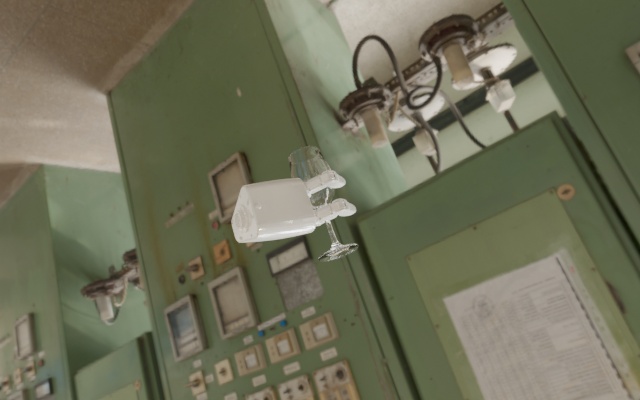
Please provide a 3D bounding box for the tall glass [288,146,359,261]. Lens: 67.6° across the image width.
[{"bbox_3d":[0.000,0.003,0.859,0.079,0.201,0.079,-17,-20,-6],"label":"tall glass"}]
